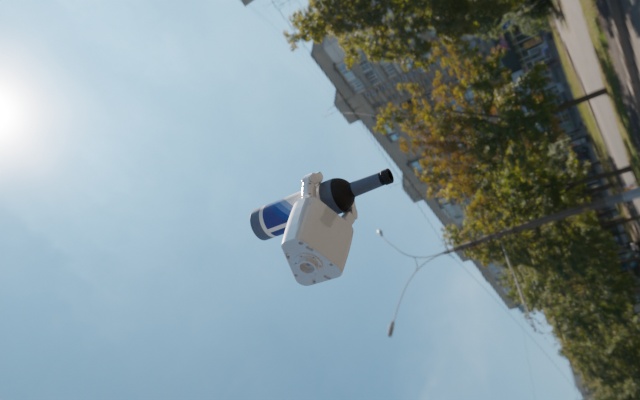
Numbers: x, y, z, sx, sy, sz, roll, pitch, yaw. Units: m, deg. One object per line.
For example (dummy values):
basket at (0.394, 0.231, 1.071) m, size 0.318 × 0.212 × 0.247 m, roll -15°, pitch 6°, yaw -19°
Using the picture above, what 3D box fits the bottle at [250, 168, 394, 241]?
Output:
bottle at (0.000, 0.003, 0.899) m, size 0.296 × 0.069 × 0.069 m, roll -21°, pitch -10°, yaw 28°
